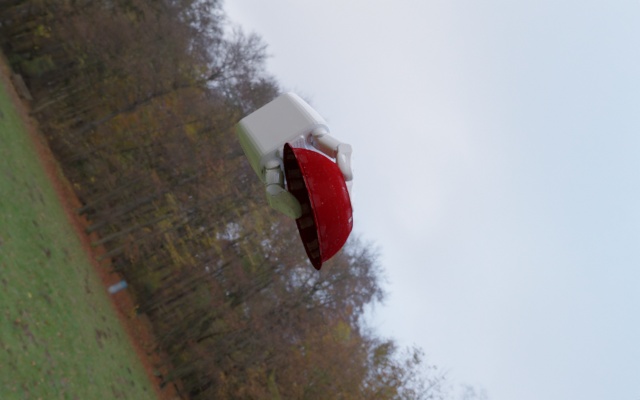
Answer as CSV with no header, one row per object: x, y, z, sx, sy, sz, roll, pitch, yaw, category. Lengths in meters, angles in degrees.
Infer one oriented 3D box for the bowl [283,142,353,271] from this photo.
0.001,0.003,0.592,0.055,0.162,0.162,-14,2,-10,bowl
